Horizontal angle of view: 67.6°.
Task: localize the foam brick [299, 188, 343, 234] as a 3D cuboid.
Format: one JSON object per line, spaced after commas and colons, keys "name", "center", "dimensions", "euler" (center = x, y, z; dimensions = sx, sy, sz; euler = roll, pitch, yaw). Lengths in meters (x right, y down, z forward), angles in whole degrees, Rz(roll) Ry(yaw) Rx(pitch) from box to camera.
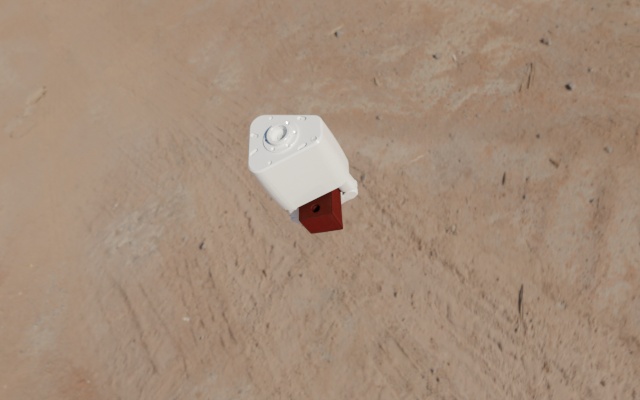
{"name": "foam brick", "center": [0.000, 0.003, 0.706], "dimensions": [0.053, 0.078, 0.051], "euler": [-11, -30, 16]}
